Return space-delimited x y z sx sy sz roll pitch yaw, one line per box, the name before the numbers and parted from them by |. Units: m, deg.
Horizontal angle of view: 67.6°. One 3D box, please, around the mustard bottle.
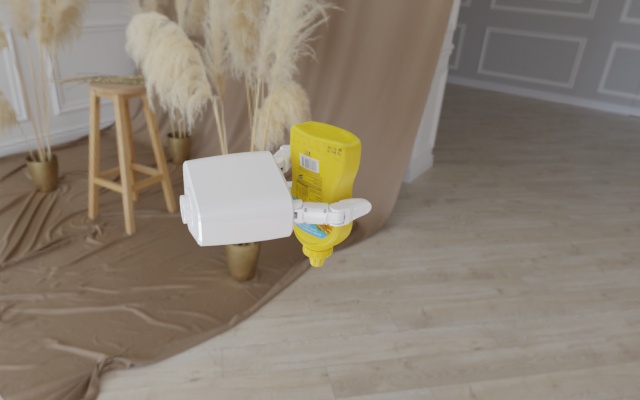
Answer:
mustard bottle | 0.000 0.002 0.615 0.096 0.192 0.058 25 34 37
